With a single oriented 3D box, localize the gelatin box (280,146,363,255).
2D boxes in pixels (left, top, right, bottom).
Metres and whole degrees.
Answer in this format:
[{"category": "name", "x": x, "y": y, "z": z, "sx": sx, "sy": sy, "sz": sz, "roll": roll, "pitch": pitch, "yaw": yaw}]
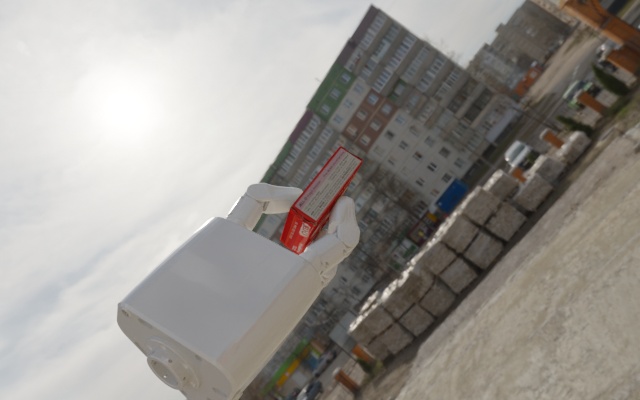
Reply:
[{"category": "gelatin box", "x": 0.000, "y": 0.001, "z": 0.461, "sx": 0.030, "sy": 0.089, "sz": 0.073, "roll": 34, "pitch": -30, "yaw": 5}]
